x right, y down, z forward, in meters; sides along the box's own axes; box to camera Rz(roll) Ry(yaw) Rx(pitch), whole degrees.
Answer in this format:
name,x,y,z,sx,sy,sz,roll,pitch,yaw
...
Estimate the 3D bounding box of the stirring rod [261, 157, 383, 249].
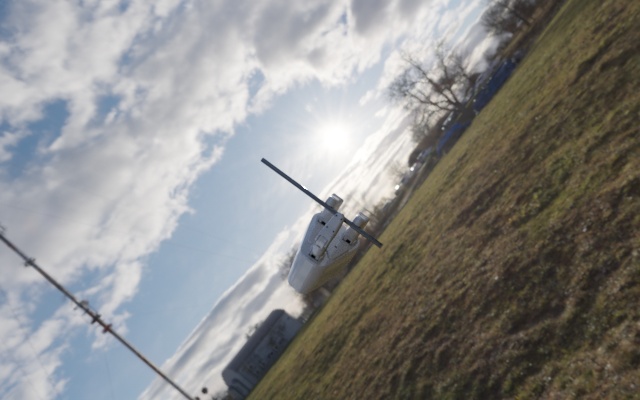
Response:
name,x,y,z,sx,sy,sz,roll,pitch,yaw
stirring rod,0.000,0.003,0.767,0.239,0.011,0.011,36,6,9
